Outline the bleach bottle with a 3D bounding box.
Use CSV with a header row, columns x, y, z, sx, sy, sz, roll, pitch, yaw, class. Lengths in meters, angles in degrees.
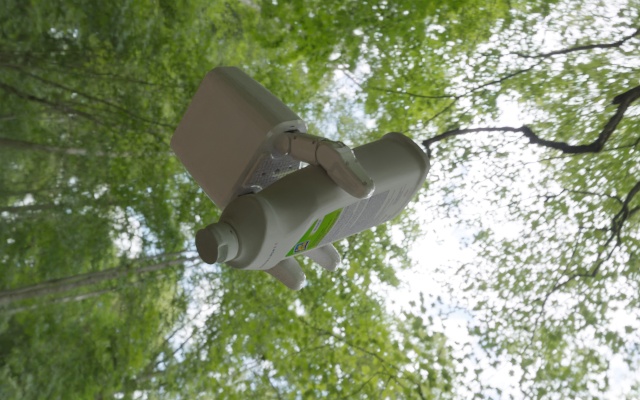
x,y,z,sx,sy,sz,roll,pitch,yaw,class
0.000,0.002,0.440,0.251,0.103,0.068,-18,55,-47,bleach bottle
